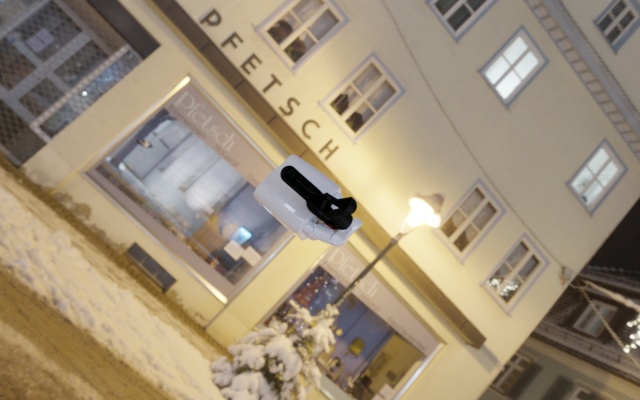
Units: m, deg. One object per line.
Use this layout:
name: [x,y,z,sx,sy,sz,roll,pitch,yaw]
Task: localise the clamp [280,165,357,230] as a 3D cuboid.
clamp: [0.001,0.002,0.717,0.120,0.039,0.171,36,-13,12]
